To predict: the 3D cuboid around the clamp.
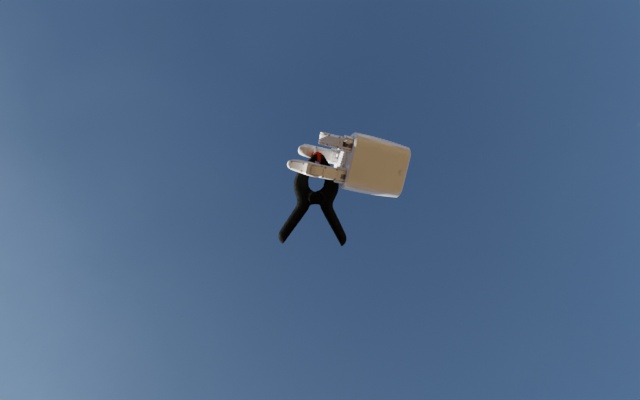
[{"bbox_3d":[0.000,0.002,0.844,0.120,0.171,0.039,11,7,-14],"label":"clamp"}]
